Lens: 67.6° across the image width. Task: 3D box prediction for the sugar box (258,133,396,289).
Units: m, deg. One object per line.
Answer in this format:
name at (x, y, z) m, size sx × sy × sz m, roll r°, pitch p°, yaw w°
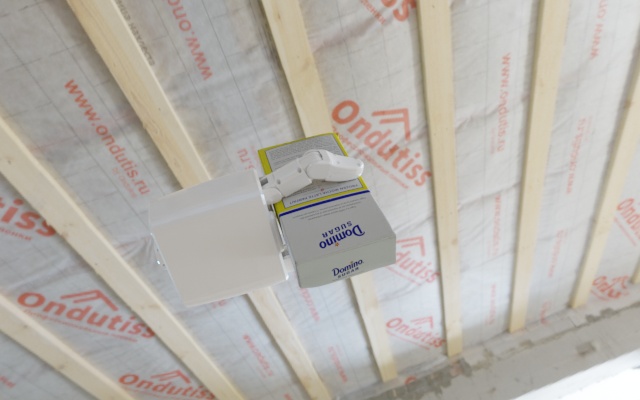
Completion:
sugar box at (0.000, 0.002, 0.476) m, size 0.093 × 0.048 × 0.176 m, roll -15°, pitch 44°, yaw -7°
